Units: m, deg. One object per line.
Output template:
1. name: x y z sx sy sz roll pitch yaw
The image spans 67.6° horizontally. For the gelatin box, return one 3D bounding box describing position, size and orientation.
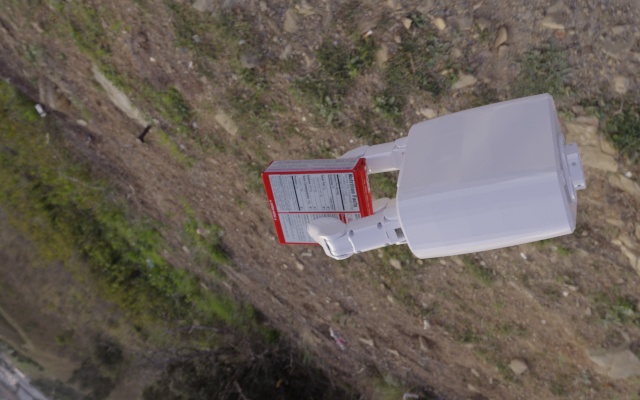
1. gelatin box: 0.000 0.002 0.416 0.089 0.073 0.030 -1 29 21
